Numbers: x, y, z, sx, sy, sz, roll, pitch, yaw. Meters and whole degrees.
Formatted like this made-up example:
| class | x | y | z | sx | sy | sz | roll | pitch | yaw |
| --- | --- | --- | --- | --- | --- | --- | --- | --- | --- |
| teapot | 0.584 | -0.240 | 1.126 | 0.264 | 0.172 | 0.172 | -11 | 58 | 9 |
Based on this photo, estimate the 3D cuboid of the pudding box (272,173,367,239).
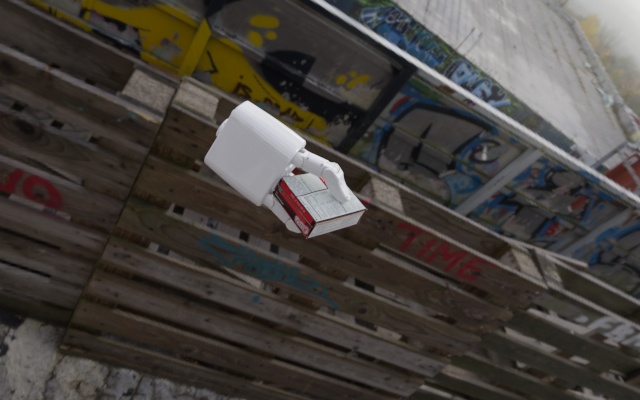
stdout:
| class | x | y | z | sx | sy | sz | roll | pitch | yaw |
| --- | --- | --- | --- | --- | --- | --- | --- | --- | --- |
| pudding box | 0.000 | 0.002 | 0.694 | 0.113 | 0.090 | 0.039 | -13 | -33 | -43 |
